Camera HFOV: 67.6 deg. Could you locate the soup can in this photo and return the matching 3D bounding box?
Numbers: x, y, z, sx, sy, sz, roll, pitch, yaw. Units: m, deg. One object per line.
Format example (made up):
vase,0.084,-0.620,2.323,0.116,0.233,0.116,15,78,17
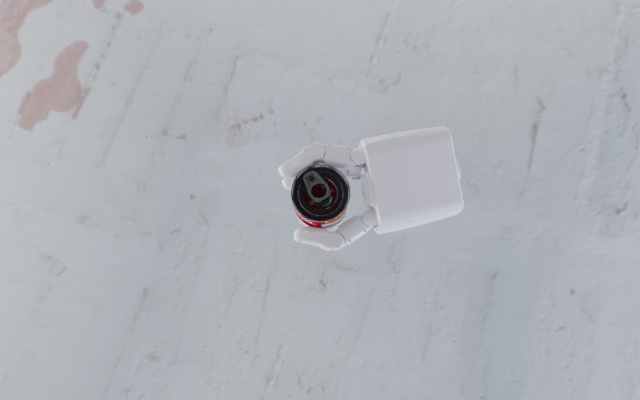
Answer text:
soup can,0.000,0.002,0.589,0.068,0.068,0.102,0,-13,0
